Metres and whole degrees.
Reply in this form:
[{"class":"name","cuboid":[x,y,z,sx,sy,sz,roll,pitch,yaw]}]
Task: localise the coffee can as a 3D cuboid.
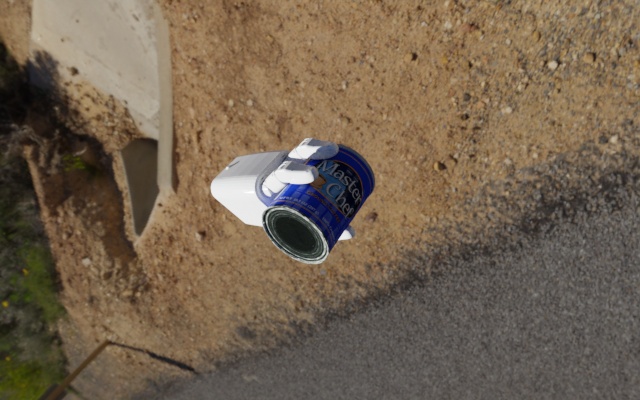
[{"class":"coffee can","cuboid":[0.000,0.002,0.659,0.103,0.103,0.140,0,39,39]}]
